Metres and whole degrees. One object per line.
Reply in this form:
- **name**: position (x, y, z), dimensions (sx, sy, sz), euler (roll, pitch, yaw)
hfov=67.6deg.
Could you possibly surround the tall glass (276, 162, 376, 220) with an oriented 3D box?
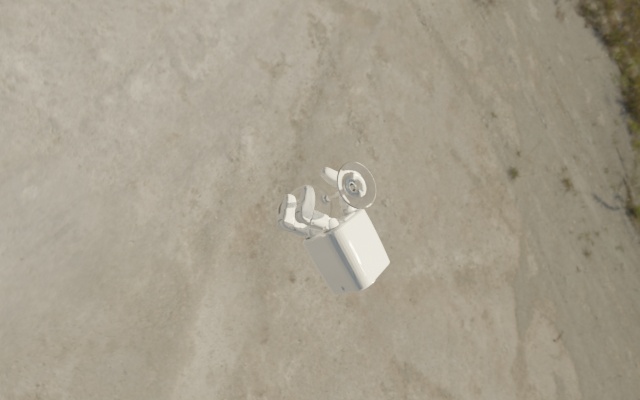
- **tall glass**: position (0.000, 0.002, 0.792), dimensions (0.079, 0.079, 0.201), euler (0, -14, -35)
